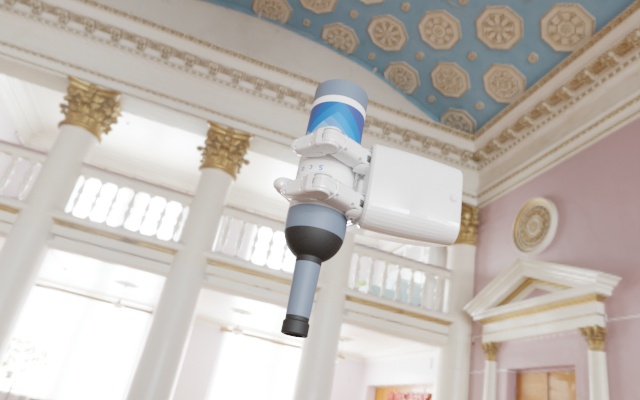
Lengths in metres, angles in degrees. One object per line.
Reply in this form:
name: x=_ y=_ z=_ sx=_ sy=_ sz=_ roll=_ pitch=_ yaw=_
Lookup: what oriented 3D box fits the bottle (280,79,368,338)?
bottle: x=0.000 y=0.001 z=0.531 sx=0.069 sy=0.295 sz=0.069 roll=9 pitch=-25 yaw=4
